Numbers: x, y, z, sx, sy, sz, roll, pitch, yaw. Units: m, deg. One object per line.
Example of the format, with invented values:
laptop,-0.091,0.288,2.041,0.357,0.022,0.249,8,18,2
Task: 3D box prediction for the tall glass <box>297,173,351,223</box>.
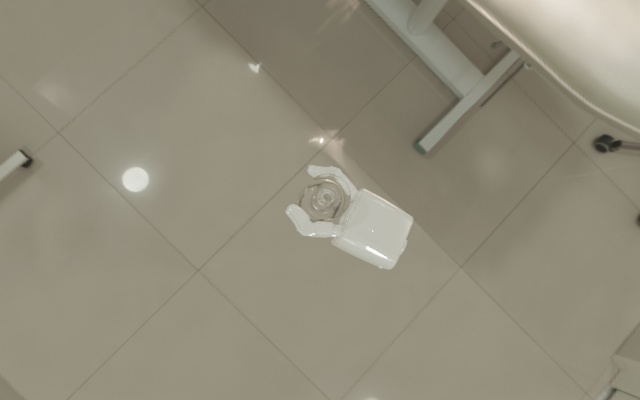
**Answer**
tall glass,0.000,0.003,0.852,0.079,0.079,0.201,0,-5,-7
